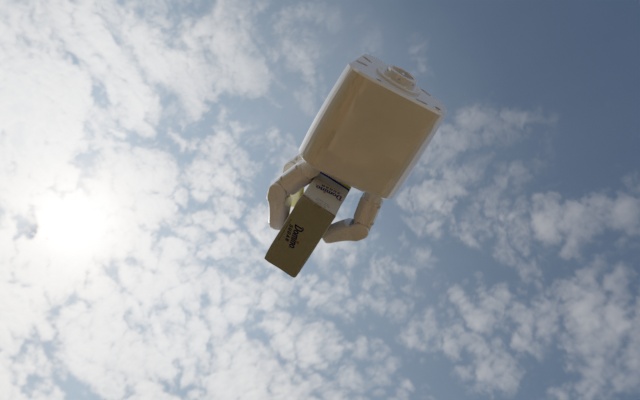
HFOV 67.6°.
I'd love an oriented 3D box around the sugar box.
[{"bbox_3d":[0.000,0.001,0.548,0.048,0.093,0.176,33,29,2],"label":"sugar box"}]
